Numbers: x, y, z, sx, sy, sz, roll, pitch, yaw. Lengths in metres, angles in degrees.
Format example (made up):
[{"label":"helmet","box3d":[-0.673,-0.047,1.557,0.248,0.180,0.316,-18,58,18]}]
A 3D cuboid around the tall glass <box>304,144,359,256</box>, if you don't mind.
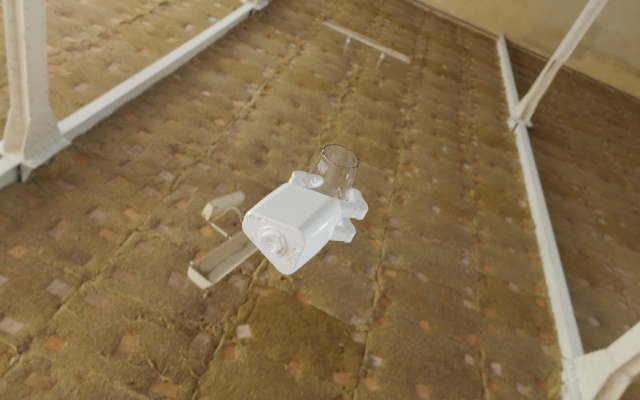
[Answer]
[{"label":"tall glass","box3d":[0.000,0.003,0.809,0.079,0.201,0.079,15,37,-12]}]
